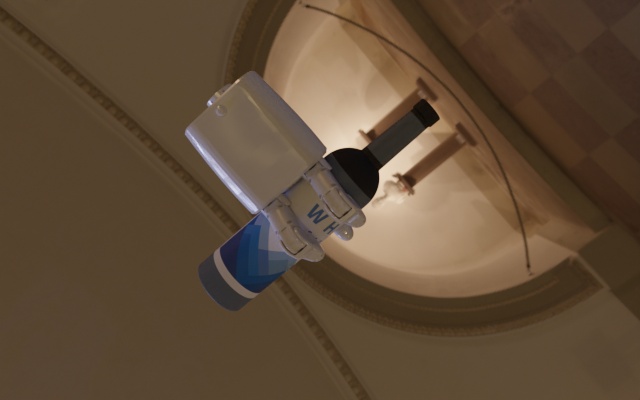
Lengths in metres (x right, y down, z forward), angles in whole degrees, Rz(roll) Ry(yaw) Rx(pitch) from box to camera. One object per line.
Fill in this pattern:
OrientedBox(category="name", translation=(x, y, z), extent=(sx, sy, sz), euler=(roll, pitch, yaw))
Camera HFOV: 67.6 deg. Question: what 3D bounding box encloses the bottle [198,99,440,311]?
OrientedBox(category="bottle", translation=(0.000, 0.002, 0.502), extent=(0.296, 0.069, 0.069), euler=(-40, -8, 10))
